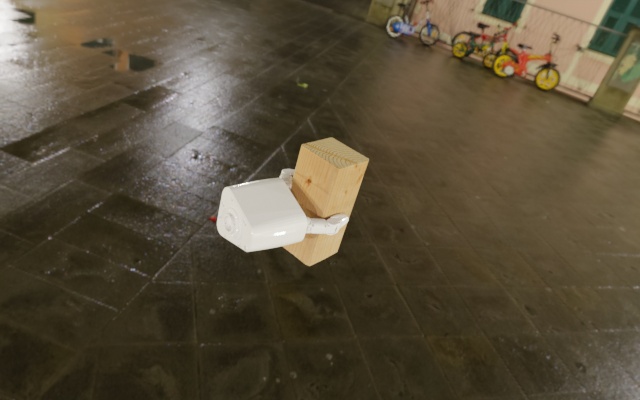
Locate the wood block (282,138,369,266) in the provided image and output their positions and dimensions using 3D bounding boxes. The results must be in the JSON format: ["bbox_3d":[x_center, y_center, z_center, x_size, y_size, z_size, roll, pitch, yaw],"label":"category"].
[{"bbox_3d":[0.000,0.003,0.868,0.090,0.206,0.090,35,34,28],"label":"wood block"}]
